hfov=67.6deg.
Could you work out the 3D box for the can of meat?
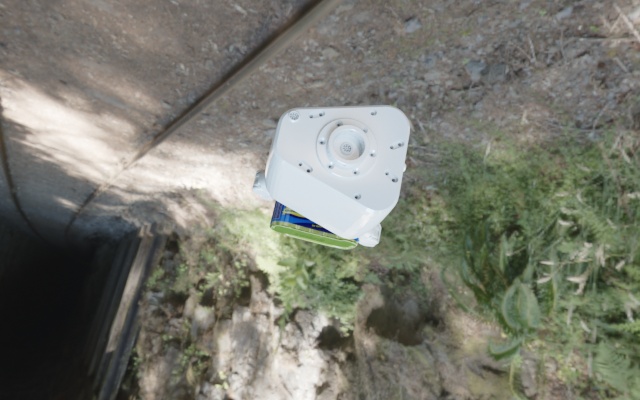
[{"bbox_3d":[0.000,0.002,0.528,0.102,0.084,0.057,14,-15,-9],"label":"can of meat"}]
